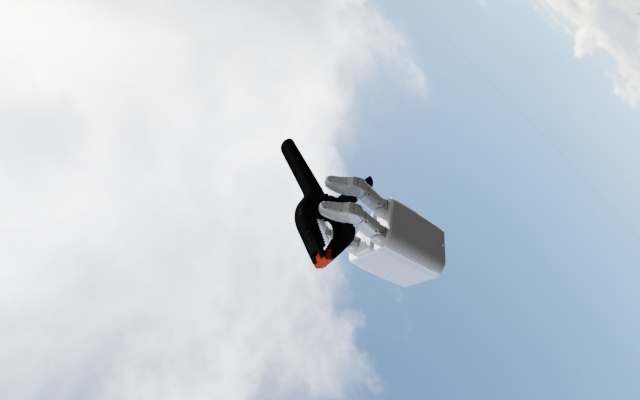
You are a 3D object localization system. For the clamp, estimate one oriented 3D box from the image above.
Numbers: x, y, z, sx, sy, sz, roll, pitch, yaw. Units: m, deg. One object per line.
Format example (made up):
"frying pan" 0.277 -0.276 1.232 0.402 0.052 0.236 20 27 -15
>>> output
"clamp" 0.000 0.003 0.695 0.164 0.209 0.036 27 -47 -14
